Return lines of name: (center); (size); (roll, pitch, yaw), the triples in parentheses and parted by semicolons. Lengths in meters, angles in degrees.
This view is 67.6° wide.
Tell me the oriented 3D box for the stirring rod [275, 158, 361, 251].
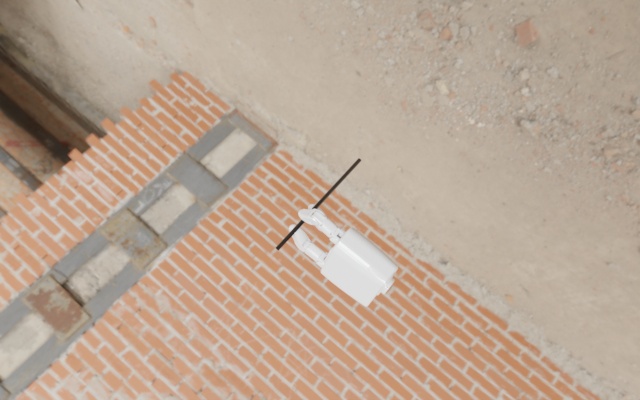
stirring rod: (0.000, 0.003, 0.877); (0.239, 0.011, 0.011); (-47, 22, -22)
